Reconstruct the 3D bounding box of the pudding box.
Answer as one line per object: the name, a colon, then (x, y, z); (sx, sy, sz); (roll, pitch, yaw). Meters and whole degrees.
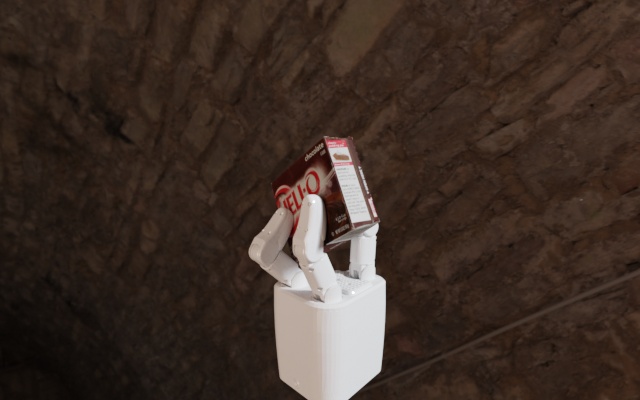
pudding box: (0.000, 0.002, 0.469); (0.039, 0.090, 0.113); (-7, -17, -38)
